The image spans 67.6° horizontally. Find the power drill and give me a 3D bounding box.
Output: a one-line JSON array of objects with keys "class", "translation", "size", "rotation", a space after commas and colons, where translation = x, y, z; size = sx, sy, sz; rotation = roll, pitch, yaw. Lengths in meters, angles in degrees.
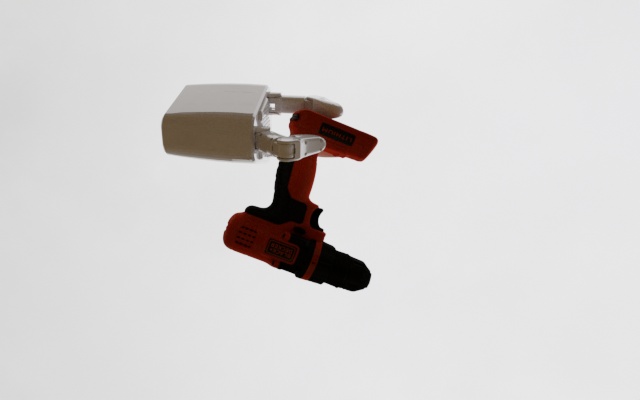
[{"class": "power drill", "translation": [0.000, 0.001, 0.564], "size": [0.184, 0.187, 0.057], "rotation": [22, -1, -12]}]
